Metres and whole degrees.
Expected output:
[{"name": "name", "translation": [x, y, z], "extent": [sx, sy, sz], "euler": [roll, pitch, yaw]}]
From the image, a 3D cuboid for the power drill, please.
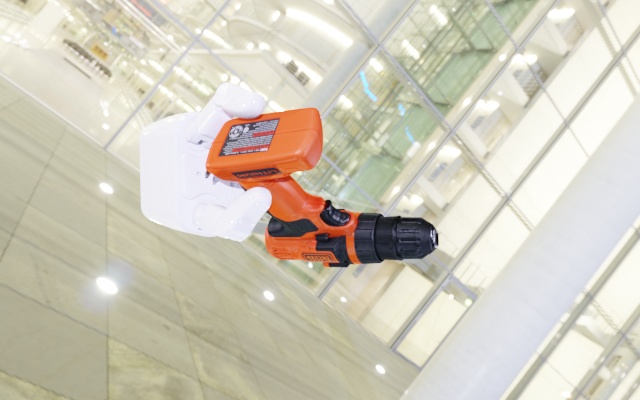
[{"name": "power drill", "translation": [0.000, 0.001, 0.435], "extent": [0.184, 0.057, 0.188], "euler": [-4, -37, 26]}]
